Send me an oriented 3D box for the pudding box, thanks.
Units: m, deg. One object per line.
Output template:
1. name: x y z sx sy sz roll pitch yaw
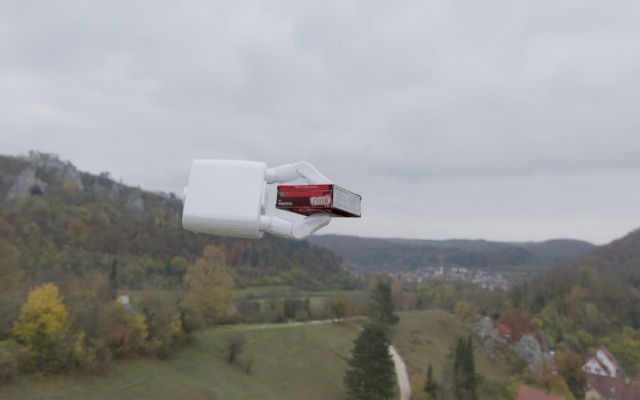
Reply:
1. pudding box: 0.000 0.002 0.700 0.090 0.039 0.113 1 -6 26
